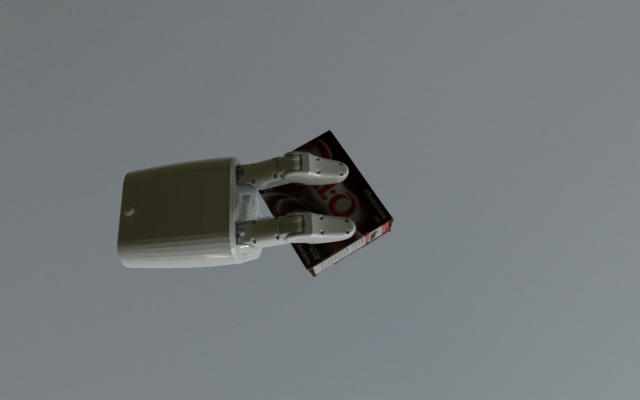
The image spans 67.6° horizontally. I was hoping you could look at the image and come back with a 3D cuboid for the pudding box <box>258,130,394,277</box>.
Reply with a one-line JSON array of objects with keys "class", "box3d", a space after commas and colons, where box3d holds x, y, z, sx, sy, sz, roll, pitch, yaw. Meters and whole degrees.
[{"class": "pudding box", "box3d": [0.000, 0.002, 0.449, 0.090, 0.113, 0.039, -31, -20, -7]}]
